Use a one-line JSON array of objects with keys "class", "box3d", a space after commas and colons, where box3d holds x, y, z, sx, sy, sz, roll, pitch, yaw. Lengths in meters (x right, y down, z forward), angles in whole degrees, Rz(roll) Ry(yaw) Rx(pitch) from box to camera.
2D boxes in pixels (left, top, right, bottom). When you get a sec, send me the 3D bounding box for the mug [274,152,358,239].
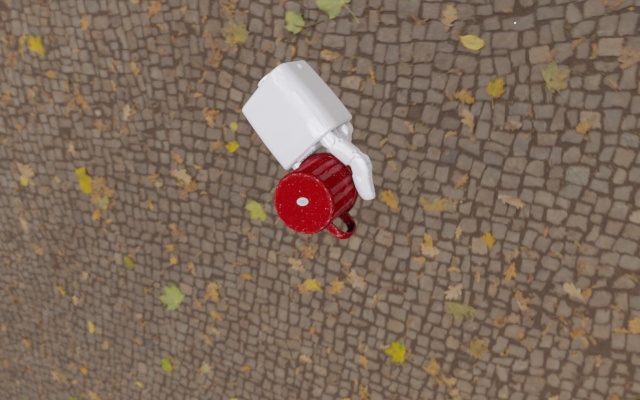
[{"class": "mug", "box3d": [0.001, 0.003, 0.611, 0.093, 0.117, 0.081, -38, 1, 29]}]
